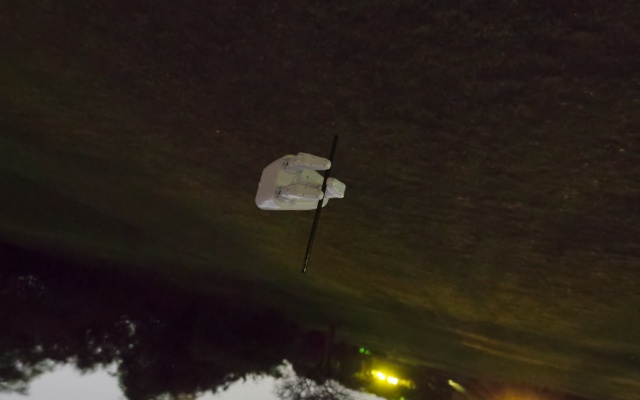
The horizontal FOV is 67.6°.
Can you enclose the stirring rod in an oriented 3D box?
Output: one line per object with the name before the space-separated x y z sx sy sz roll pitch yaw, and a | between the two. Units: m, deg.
stirring rod | 0.000 0.003 0.794 0.011 0.239 0.011 13 -13 3
